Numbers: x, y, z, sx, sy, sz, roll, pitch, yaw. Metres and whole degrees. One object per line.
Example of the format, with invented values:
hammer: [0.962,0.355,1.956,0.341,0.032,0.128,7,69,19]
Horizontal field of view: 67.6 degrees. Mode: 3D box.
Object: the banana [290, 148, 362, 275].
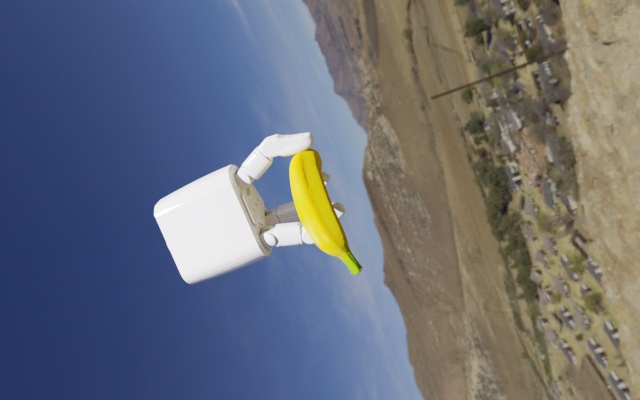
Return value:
banana: [-0.007,-0.008,0.515,0.037,0.197,0.070,-26,-47,8]
